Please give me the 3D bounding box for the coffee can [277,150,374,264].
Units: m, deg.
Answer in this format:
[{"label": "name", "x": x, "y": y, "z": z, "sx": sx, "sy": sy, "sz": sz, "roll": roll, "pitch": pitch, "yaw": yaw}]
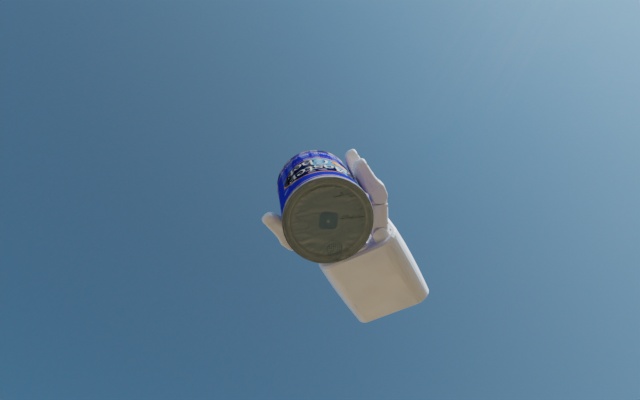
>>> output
[{"label": "coffee can", "x": 0.000, "y": 0.002, "z": 0.590, "sx": 0.103, "sy": 0.103, "sz": 0.140, "roll": 0, "pitch": 18, "yaw": -8}]
